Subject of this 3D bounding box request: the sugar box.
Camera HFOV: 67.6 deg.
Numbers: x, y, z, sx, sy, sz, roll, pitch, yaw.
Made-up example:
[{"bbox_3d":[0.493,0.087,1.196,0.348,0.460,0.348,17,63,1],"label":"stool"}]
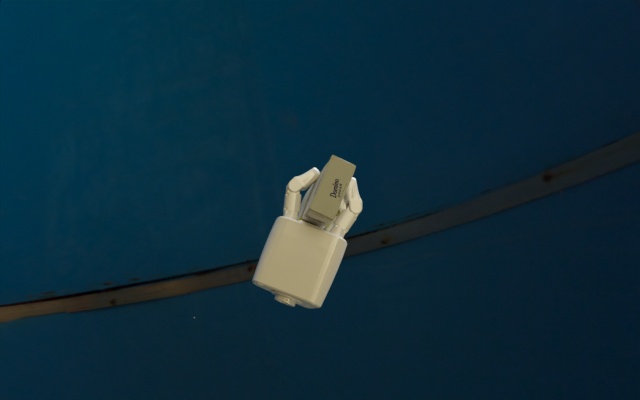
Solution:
[{"bbox_3d":[0.001,0.003,0.758,0.048,0.093,0.176,26,-18,-8],"label":"sugar box"}]
